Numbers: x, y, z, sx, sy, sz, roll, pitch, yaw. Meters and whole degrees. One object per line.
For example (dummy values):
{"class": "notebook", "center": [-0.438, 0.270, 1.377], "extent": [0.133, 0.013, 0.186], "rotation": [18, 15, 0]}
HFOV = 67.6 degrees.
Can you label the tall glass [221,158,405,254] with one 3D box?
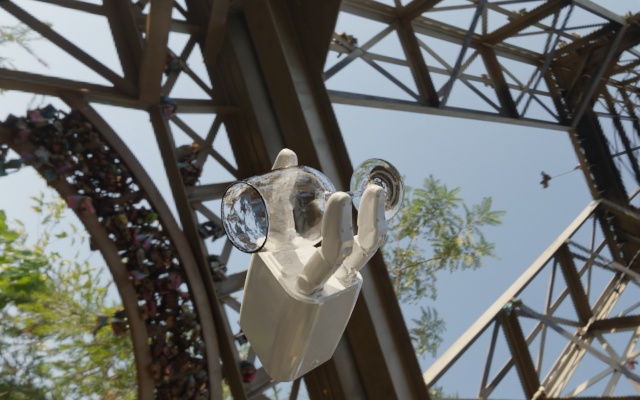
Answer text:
{"class": "tall glass", "center": [0.001, 0.001, 0.473], "extent": [0.079, 0.079, 0.201], "rotation": [0, 7, 41]}
